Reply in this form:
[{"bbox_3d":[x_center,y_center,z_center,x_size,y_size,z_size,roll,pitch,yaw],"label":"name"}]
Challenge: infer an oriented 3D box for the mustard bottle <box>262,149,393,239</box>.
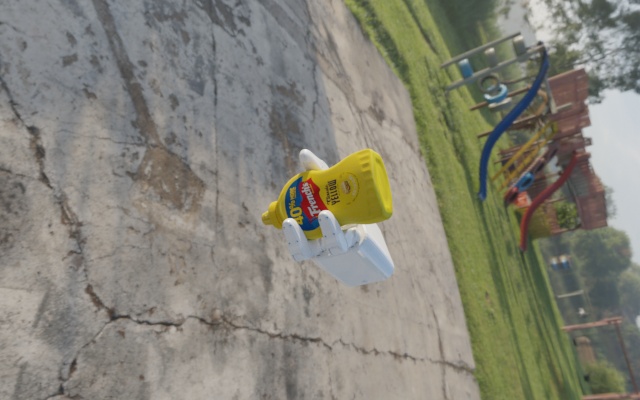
[{"bbox_3d":[0.000,0.002,0.663,0.191,0.096,0.058,-18,-17,26],"label":"mustard bottle"}]
